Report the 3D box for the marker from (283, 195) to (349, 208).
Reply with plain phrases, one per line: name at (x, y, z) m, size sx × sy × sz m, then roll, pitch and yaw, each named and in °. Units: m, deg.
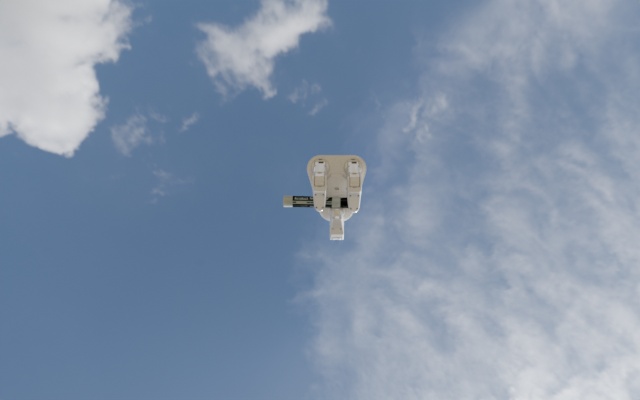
marker at (0.000, 0.003, 0.777) m, size 0.121 × 0.020 × 0.020 m, roll 1°, pitch 0°, yaw 1°
